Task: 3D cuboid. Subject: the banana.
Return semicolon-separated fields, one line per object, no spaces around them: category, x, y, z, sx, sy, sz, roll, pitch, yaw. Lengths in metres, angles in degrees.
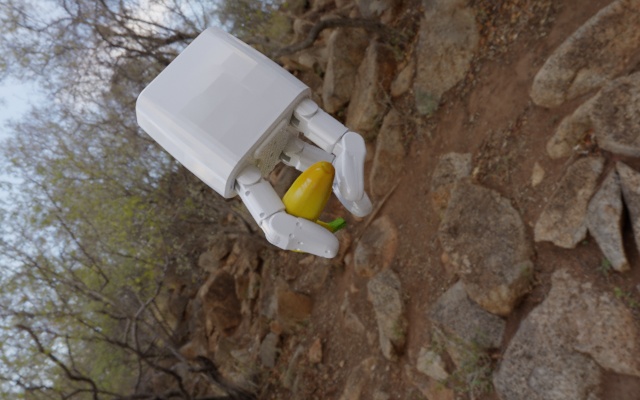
banana;-0.013;0.016;0.446;0.037;0.069;0.198;43;-7;13
